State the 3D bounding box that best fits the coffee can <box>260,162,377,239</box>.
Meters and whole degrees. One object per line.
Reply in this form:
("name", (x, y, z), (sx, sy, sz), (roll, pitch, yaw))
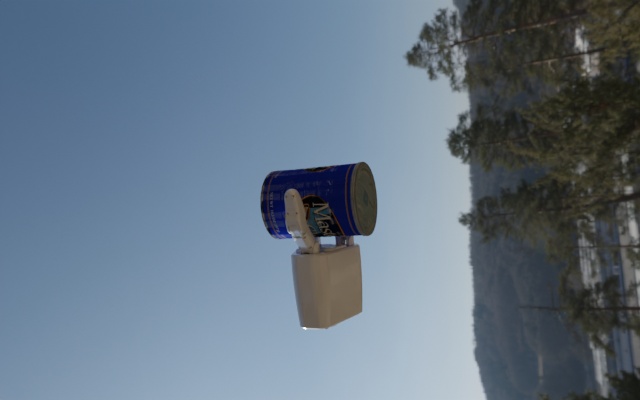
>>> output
("coffee can", (0.000, 0.002, 0.683), (0.140, 0.103, 0.103), (-4, -2, 23))
